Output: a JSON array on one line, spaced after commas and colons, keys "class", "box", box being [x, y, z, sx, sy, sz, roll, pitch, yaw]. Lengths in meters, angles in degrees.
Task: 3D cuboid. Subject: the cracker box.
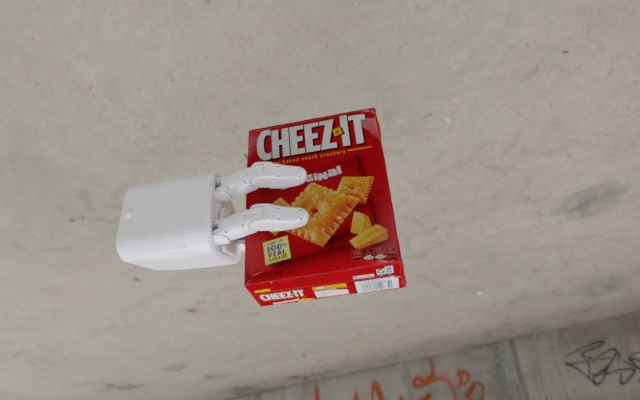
[{"class": "cracker box", "box": [0.000, 0.002, 0.550, 0.164, 0.213, 0.072, -9, -33, 7]}]
